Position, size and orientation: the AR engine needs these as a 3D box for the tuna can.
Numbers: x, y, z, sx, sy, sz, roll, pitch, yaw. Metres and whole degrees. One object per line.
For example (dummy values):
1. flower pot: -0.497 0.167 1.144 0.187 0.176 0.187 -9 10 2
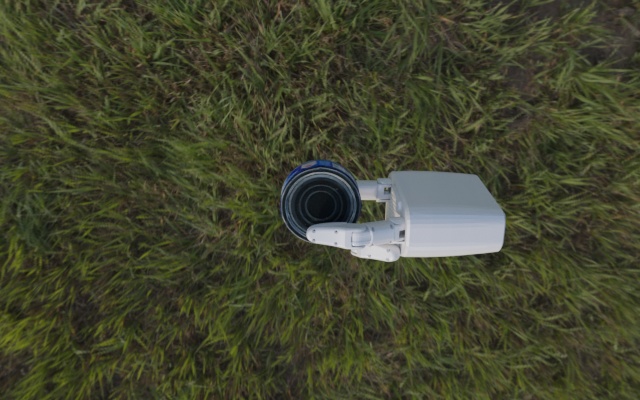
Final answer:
1. tuna can: 0.000 0.002 0.503 0.086 0.086 0.033 0 17 -1
